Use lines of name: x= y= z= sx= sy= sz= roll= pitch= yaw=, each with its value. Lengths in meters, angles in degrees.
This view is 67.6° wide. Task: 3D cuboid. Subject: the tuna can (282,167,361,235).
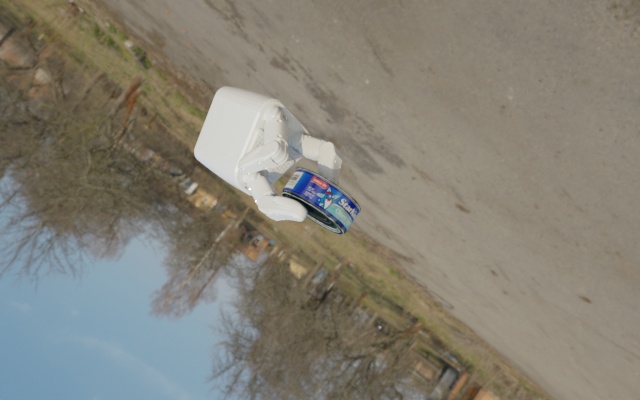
tuna can: x=0.000 y=0.002 z=0.530 sx=0.086 sy=0.033 sz=0.086 roll=32 pitch=-11 yaw=7
